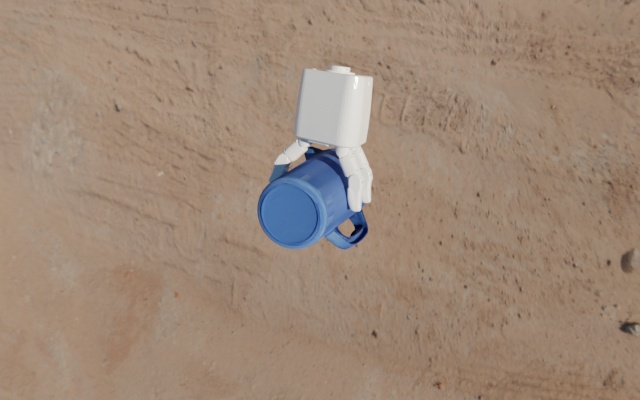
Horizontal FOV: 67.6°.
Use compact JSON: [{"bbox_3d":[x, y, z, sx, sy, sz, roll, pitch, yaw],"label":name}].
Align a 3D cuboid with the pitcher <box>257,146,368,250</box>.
[{"bbox_3d":[0.000,0.002,0.781,0.149,0.145,0.242,14,17,15],"label":"pitcher"}]
